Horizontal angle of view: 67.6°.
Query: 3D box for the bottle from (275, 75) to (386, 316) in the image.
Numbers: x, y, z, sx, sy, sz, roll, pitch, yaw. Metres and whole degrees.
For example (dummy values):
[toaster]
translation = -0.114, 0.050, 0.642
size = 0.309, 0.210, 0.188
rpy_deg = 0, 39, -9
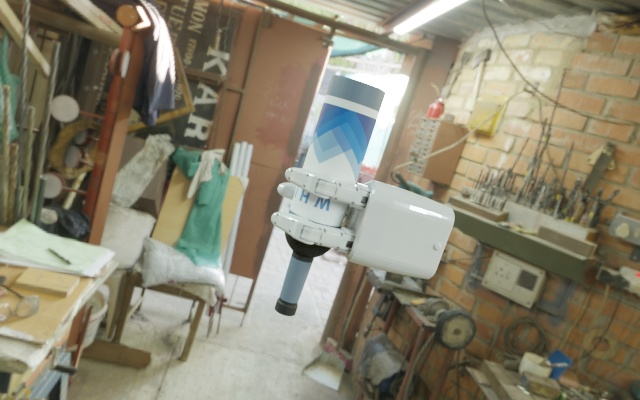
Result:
[bottle]
translation = 0.000, 0.002, 0.580
size = 0.069, 0.296, 0.069
rpy_deg = 18, 9, -3
